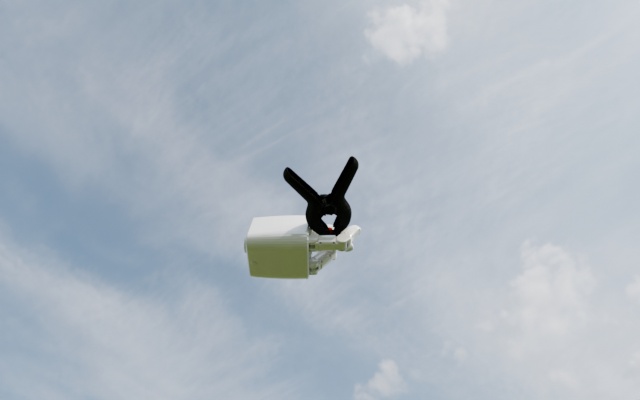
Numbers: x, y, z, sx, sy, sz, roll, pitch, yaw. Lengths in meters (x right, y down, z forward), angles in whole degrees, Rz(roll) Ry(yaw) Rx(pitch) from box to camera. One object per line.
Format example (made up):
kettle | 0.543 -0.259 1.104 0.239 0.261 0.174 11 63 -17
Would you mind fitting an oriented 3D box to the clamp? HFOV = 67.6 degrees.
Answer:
clamp | 0.000 0.002 0.800 0.120 0.172 0.039 1 35 1
